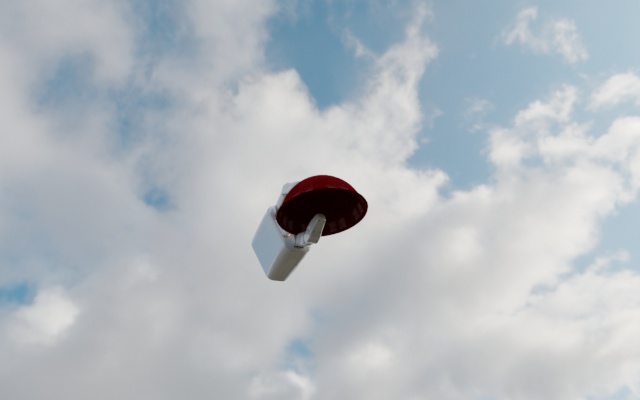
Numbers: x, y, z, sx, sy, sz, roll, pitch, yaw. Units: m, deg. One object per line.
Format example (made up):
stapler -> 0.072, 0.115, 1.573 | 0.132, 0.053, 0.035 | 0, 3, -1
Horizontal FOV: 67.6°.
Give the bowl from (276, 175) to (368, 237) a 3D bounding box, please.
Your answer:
bowl -> 0.001, 0.002, 0.843 | 0.162, 0.055, 0.162 | -6, -32, -4
